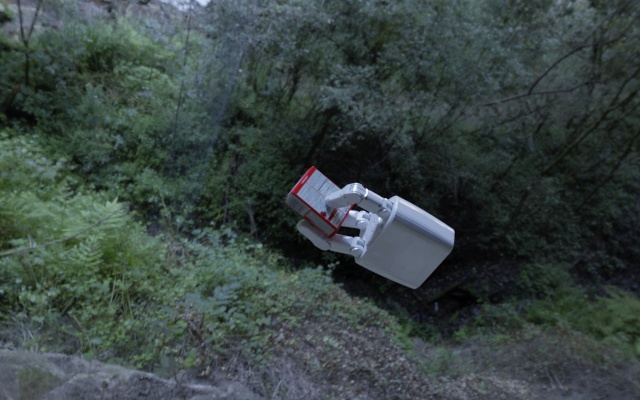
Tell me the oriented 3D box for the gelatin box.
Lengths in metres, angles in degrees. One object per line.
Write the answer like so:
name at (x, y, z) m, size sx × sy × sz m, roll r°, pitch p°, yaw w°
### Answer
gelatin box at (0.000, 0.002, 0.712) m, size 0.030 × 0.089 × 0.073 m, roll -45°, pitch 7°, yaw 45°
